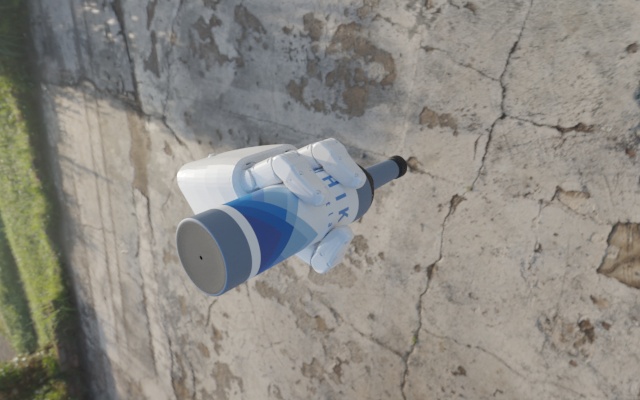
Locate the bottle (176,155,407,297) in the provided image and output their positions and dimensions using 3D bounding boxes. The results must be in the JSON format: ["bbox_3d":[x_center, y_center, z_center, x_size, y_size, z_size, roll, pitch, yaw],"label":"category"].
[{"bbox_3d":[0.000,0.002,0.478,0.069,0.069,0.295,0,17,42],"label":"bottle"}]
